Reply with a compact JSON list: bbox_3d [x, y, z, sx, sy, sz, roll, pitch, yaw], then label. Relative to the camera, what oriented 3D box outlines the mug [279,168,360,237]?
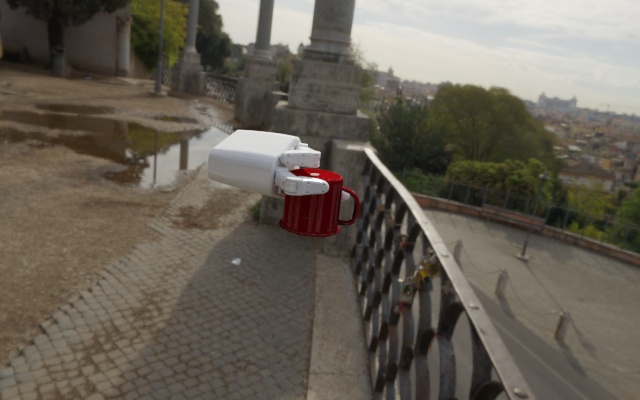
[{"bbox_3d":[0.001,0.002,0.698,0.117,0.081,0.093,11,15,15],"label":"mug"}]
